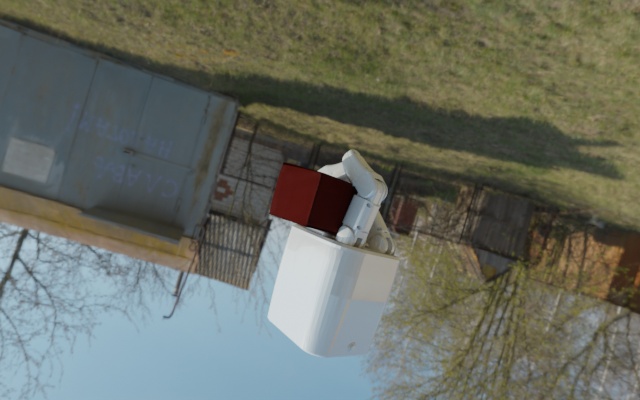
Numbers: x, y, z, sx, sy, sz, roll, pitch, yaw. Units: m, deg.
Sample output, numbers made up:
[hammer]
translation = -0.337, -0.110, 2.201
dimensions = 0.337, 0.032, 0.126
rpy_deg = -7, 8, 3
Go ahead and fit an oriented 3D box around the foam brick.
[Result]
[foam brick]
translation = 0.000, 0.001, 0.456
dimensions = 0.053, 0.051, 0.078
rpy_deg = 18, 0, 42
